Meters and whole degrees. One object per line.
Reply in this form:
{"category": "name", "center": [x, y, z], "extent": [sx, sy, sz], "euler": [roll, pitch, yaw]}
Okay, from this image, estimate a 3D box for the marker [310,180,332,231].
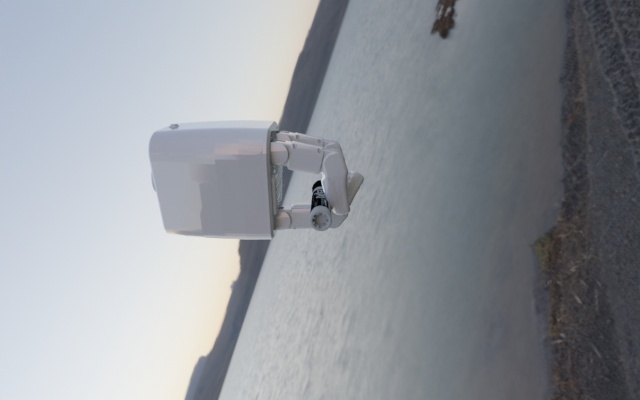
{"category": "marker", "center": [0.000, 0.001, 0.456], "extent": [0.020, 0.020, 0.121], "euler": [0, 15, 0]}
